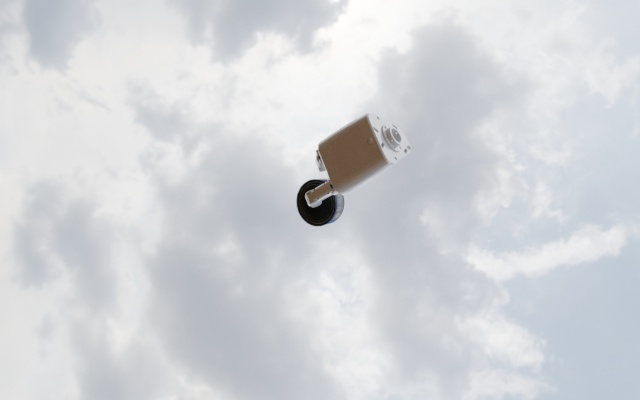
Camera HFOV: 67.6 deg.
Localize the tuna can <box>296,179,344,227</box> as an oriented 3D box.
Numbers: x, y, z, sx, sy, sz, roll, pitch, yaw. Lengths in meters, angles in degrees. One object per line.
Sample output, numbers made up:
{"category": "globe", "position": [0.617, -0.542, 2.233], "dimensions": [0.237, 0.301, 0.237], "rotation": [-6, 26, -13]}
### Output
{"category": "tuna can", "position": [0.000, 0.003, 0.868], "dimensions": [0.086, 0.086, 0.034], "rotation": [0, 6, 33]}
